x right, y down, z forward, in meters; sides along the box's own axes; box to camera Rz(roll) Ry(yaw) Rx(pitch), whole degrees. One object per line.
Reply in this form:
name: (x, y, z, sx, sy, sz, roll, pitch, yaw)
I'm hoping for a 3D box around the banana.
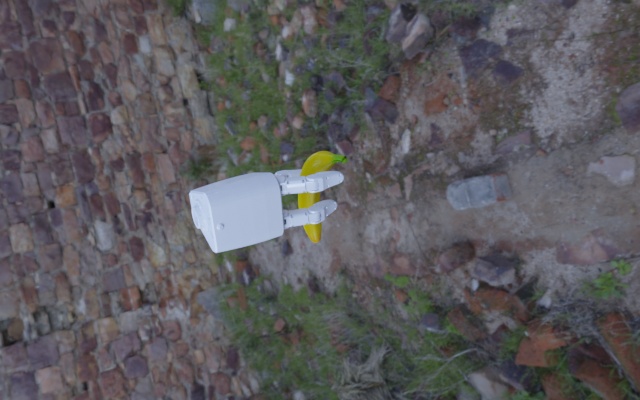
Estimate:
banana: (-0.009, -0.012, 0.780, 0.037, 0.198, 0.069, -19, 54, -30)
